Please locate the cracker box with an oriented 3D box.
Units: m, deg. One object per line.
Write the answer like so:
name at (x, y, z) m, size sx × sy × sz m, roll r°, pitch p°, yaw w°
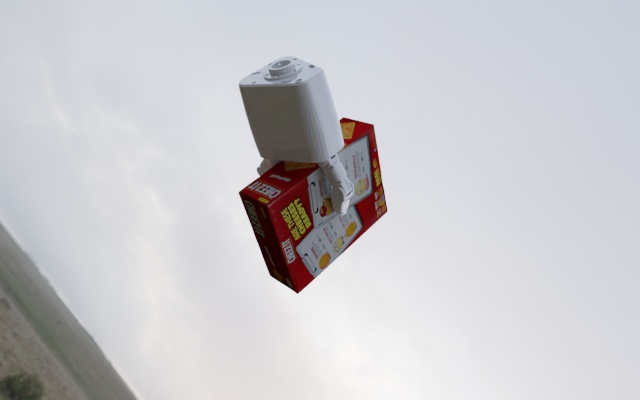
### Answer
cracker box at (0.000, 0.002, 0.695) m, size 0.072 × 0.164 × 0.213 m, roll 23°, pitch 50°, yaw 40°
